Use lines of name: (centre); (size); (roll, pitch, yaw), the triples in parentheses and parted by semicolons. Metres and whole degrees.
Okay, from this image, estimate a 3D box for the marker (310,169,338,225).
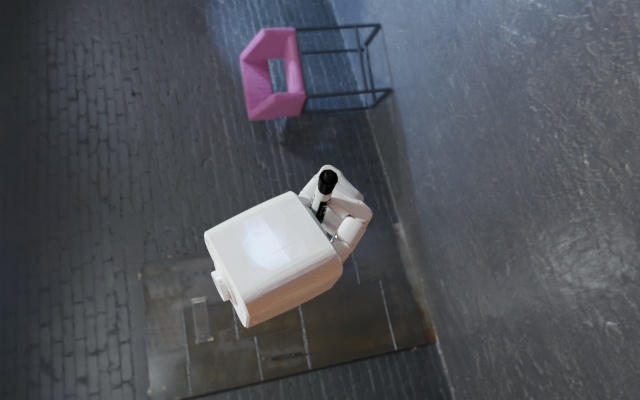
marker: (0.000, 0.002, 0.501); (0.020, 0.020, 0.121); (0, -25, -9)
